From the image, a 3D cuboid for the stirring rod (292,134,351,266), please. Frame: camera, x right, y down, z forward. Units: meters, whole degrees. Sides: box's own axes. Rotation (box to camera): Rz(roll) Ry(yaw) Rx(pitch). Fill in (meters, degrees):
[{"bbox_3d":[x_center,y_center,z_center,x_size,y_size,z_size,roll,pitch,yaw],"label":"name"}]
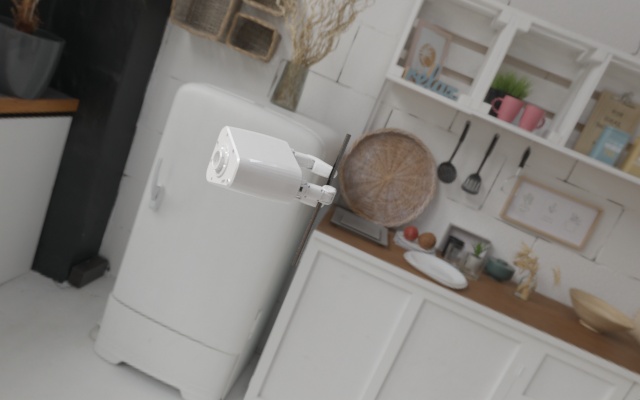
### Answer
[{"bbox_3d":[0.000,0.003,0.789,0.011,0.239,0.011,22,14,-5],"label":"stirring rod"}]
